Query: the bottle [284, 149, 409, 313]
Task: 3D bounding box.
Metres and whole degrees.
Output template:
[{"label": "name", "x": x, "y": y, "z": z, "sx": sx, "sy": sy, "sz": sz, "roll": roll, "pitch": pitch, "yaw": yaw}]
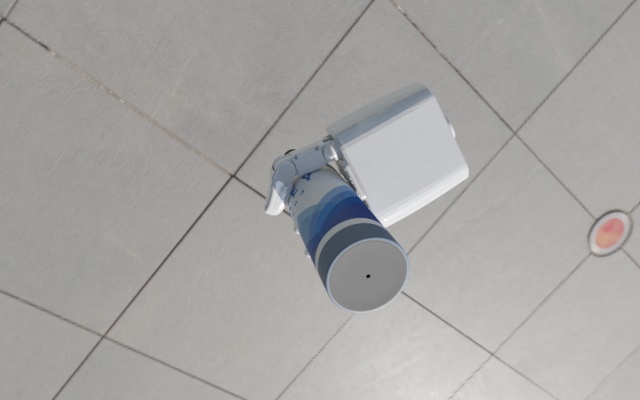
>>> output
[{"label": "bottle", "x": 0.000, "y": 0.002, "z": 0.487, "sx": 0.069, "sy": 0.069, "sz": 0.295, "roll": 0, "pitch": 22, "yaw": -15}]
